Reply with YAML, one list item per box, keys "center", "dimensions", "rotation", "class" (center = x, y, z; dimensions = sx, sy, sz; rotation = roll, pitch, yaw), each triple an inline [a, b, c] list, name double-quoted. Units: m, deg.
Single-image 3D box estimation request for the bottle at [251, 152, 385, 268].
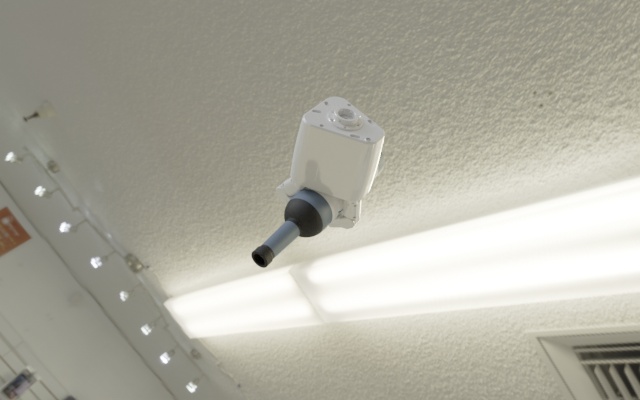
- center: [0.000, 0.002, 0.722]
  dimensions: [0.069, 0.069, 0.295]
  rotation: [0, 31, 40]
  class: "bottle"
